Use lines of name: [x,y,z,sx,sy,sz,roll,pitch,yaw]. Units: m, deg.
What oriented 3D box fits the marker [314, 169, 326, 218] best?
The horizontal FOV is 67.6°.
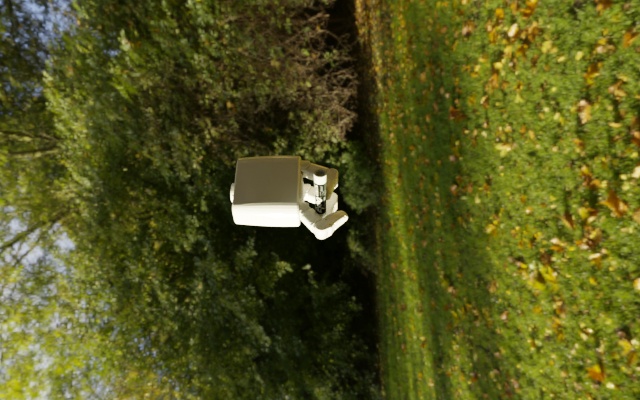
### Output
marker: [0.000,0.002,0.741,0.020,0.020,0.121,-1,-45,1]
